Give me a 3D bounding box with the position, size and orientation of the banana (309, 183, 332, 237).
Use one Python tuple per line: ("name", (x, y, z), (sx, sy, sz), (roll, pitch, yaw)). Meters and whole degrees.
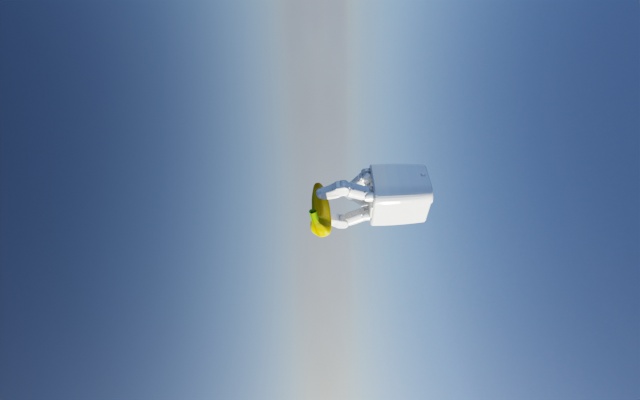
("banana", (0.001, 0.022, 0.875), (0.037, 0.070, 0.197), (-3, 15, 1))
